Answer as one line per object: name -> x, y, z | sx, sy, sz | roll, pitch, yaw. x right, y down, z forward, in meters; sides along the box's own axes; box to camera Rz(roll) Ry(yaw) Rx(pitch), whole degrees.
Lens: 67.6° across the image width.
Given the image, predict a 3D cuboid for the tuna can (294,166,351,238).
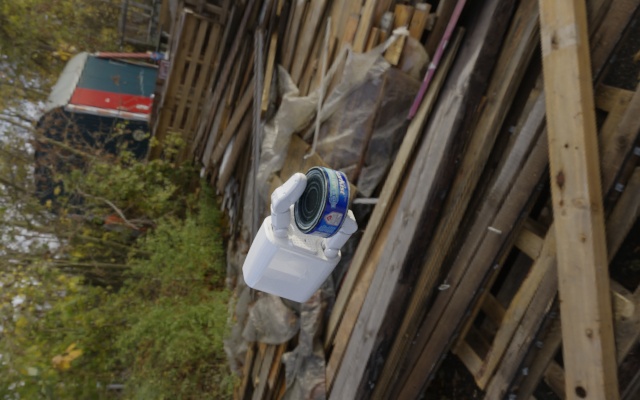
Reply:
tuna can -> 0.000, 0.002, 0.589 | 0.034, 0.086, 0.086 | 13, -6, -28
